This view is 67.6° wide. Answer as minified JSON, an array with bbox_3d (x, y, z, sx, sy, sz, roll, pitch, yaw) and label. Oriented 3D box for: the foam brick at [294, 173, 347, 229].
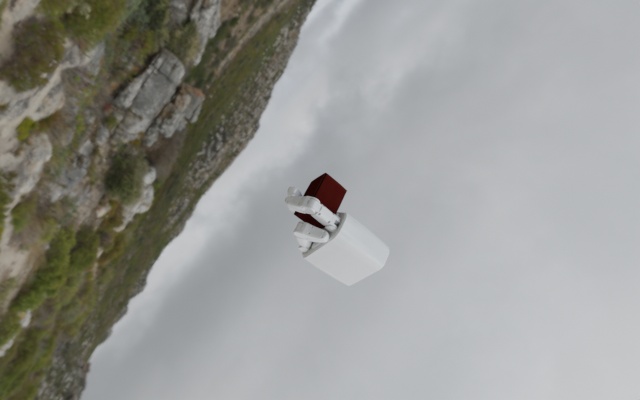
[{"bbox_3d":[0.000,0.002,0.823,0.051,0.078,0.053,36,-29,-17],"label":"foam brick"}]
